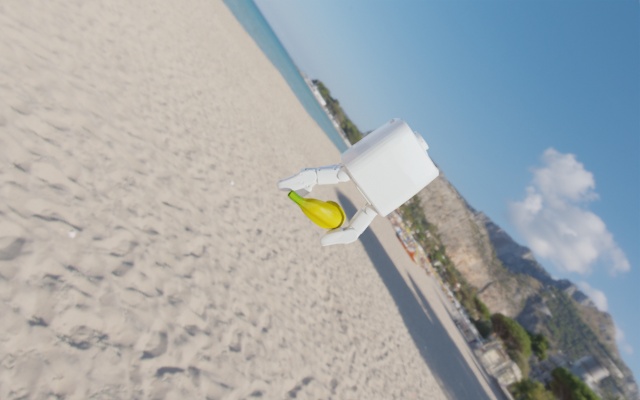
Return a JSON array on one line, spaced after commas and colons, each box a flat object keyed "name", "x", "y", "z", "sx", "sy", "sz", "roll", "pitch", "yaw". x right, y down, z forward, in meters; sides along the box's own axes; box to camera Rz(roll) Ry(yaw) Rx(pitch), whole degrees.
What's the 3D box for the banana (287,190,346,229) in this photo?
[{"name": "banana", "x": 0.010, "y": 0.017, "z": 0.757, "sx": 0.037, "sy": 0.069, "sz": 0.198, "roll": -39, "pitch": -15, "yaw": 8}]
